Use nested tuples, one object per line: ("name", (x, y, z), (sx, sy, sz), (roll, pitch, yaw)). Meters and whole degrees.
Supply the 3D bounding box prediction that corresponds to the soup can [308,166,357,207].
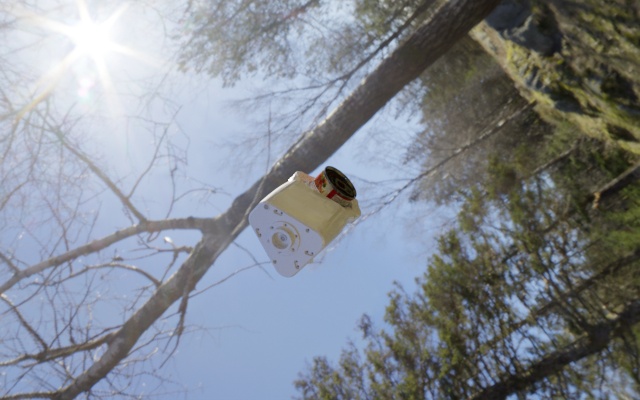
("soup can", (0.000, 0.002, 0.776), (0.102, 0.068, 0.068), (-45, -23, 25))
